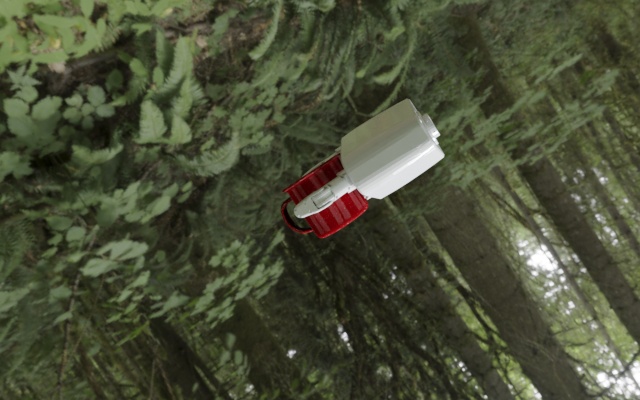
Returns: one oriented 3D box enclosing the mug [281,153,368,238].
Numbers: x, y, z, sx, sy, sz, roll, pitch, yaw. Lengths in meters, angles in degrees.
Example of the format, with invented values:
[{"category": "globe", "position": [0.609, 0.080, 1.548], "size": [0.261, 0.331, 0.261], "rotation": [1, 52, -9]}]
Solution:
[{"category": "mug", "position": [-0.001, 0.003, 0.637], "size": [0.117, 0.081, 0.093], "rotation": [-33, 3, 18]}]
